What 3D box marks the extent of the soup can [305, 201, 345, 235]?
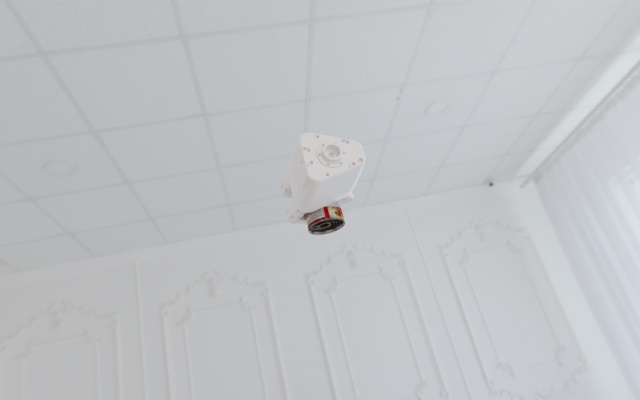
[{"bbox_3d":[0.000,0.003,0.870,0.068,0.102,0.068,-11,-24,-5],"label":"soup can"}]
